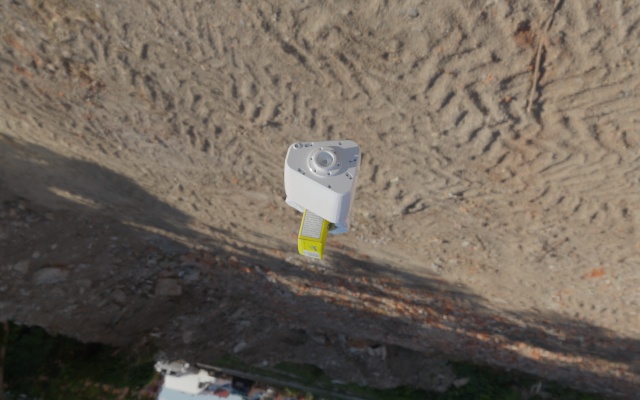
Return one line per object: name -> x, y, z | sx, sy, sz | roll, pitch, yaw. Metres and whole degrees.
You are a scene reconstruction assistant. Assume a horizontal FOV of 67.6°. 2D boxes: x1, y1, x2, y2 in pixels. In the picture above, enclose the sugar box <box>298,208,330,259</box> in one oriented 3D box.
sugar box -> 0.001, 0.003, 0.823 | 0.048, 0.176, 0.093 | 12, -22, 4
